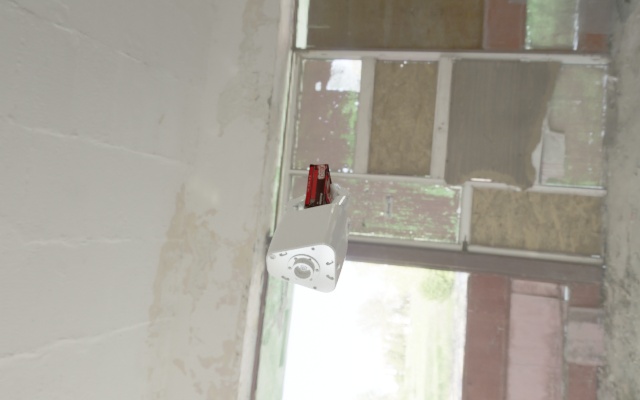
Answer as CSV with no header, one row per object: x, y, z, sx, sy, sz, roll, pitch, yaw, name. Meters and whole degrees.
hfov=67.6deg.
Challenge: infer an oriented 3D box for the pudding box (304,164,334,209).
0.000,0.003,0.844,0.039,0.090,0.114,3,-31,8,pudding box
